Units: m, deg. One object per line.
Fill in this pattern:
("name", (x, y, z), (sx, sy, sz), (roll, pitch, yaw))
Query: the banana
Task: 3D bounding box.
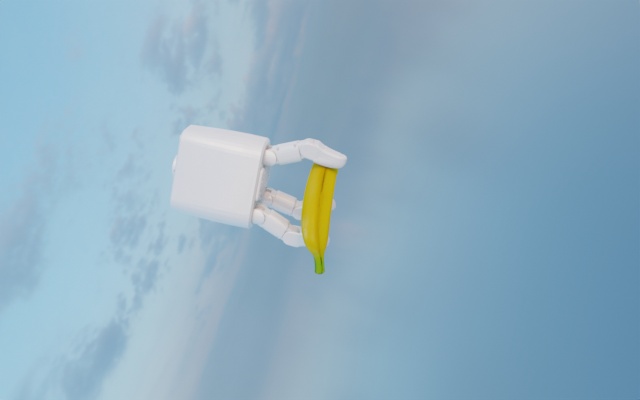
("banana", (0.000, -0.008, 0.608), (0.037, 0.197, 0.070), (6, -40, 4))
